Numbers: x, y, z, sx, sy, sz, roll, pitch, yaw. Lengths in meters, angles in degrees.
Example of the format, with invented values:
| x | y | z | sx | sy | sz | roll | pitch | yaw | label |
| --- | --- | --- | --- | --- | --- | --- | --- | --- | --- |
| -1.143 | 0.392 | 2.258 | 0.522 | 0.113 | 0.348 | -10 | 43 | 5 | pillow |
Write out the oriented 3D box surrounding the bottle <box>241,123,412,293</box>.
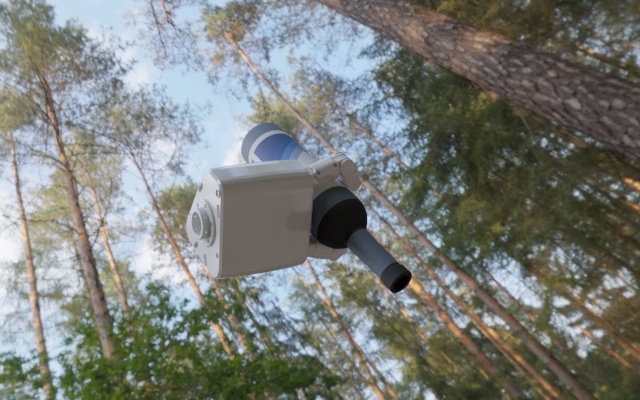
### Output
| x | y | z | sx | sy | sz | roll | pitch | yaw | label |
| --- | --- | --- | --- | --- | --- | --- | --- | --- | --- |
| 0.000 | 0.002 | 0.563 | 0.069 | 0.069 | 0.295 | 0 | 33 | -40 | bottle |
